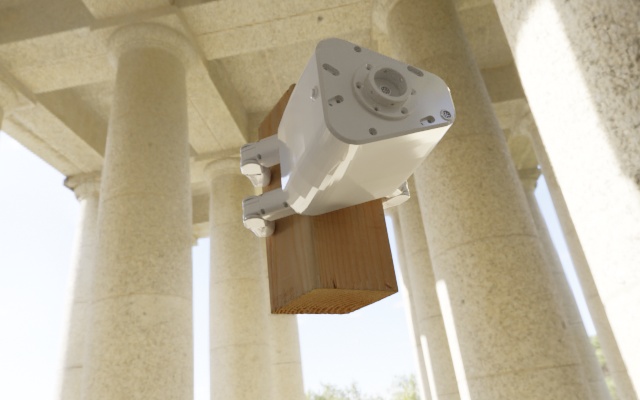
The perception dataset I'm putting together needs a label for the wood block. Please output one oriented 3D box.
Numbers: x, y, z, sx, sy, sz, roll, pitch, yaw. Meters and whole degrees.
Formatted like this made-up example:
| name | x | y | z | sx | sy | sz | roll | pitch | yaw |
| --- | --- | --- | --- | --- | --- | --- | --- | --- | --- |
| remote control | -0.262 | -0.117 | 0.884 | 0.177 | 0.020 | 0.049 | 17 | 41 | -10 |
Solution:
| name | x | y | z | sx | sy | sz | roll | pitch | yaw |
| --- | --- | --- | --- | --- | --- | --- | --- | --- | --- |
| wood block | 0.001 | 0.001 | 0.476 | 0.091 | 0.206 | 0.090 | 9 | -29 | -30 |
